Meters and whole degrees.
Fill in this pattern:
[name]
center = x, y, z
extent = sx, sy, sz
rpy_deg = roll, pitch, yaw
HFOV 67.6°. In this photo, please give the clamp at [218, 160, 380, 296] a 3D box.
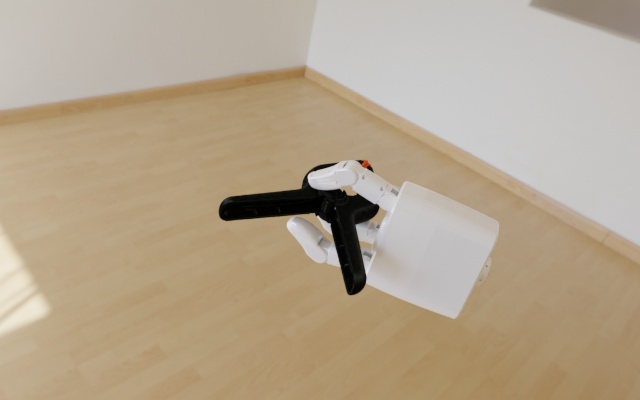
[clamp]
center = 0.001, 0.001, 0.531
extent = 0.164, 0.036, 0.210
rpy_deg = 26, 36, 8
